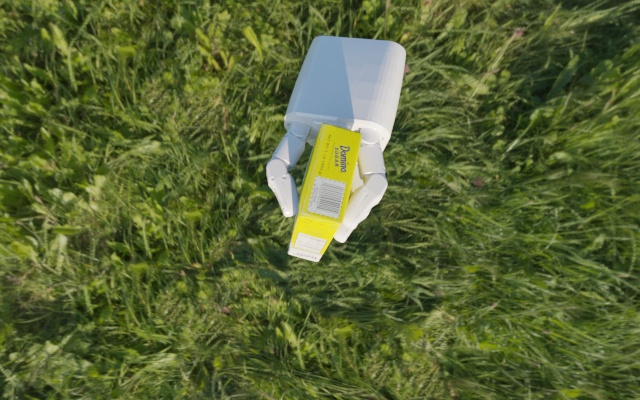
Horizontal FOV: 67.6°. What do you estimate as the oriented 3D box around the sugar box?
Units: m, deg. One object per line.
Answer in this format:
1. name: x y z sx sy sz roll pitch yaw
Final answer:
1. sugar box: 0.001 0.002 0.504 0.048 0.093 0.176 15 -18 0
